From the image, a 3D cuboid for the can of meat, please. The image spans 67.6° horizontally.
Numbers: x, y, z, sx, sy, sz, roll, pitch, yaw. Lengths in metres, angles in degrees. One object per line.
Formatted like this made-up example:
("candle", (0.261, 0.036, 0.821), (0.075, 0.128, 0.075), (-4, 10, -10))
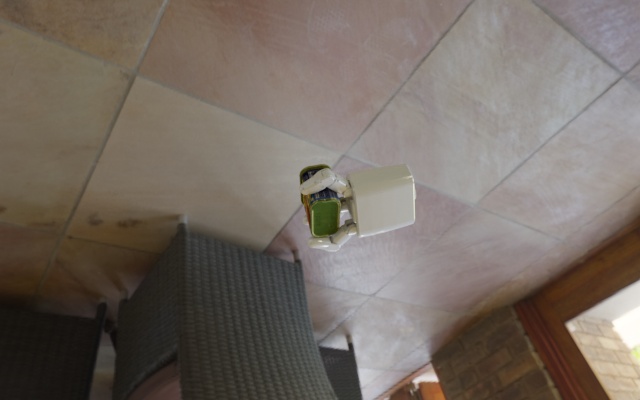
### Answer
("can of meat", (0.000, 0.003, 0.832), (0.057, 0.084, 0.102), (-10, -41, -8))
